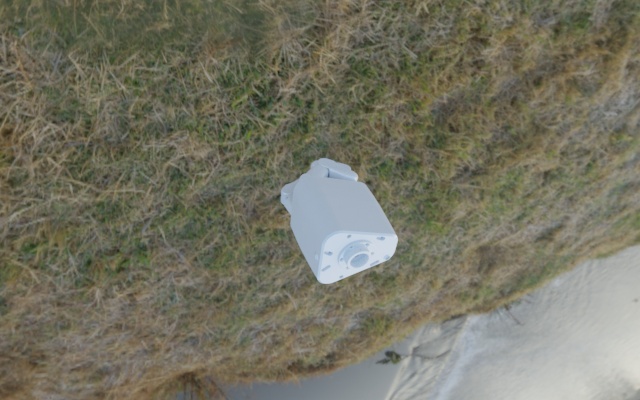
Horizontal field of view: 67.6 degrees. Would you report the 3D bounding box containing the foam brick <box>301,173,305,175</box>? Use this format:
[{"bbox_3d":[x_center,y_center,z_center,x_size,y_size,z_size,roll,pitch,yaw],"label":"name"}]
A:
[{"bbox_3d":[0.000,0.002,0.691,0.053,0.078,0.051,-9,42,-19],"label":"foam brick"}]
